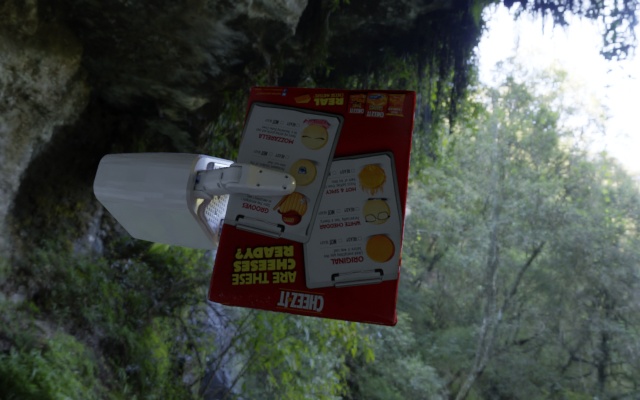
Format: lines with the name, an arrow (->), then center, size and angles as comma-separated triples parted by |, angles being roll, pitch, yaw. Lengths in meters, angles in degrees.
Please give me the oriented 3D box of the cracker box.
cracker box -> 0.000, 0.001, 0.455 | 0.164, 0.213, 0.072 | 5, -16, 12
